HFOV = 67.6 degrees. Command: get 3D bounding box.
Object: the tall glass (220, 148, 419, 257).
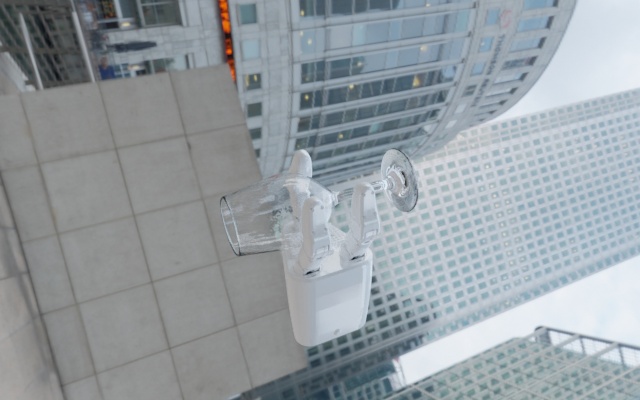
[{"bbox_3d":[0.001,0.001,0.506,0.201,0.079,0.079,-15,5,-21],"label":"tall glass"}]
